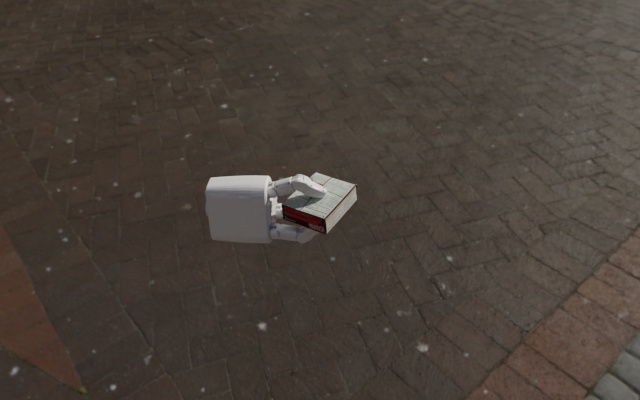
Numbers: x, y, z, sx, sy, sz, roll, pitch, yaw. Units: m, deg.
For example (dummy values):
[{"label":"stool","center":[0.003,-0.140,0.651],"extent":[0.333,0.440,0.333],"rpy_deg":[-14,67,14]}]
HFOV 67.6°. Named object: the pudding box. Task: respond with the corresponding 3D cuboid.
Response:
[{"label":"pudding box","center":[0.000,0.003,0.828],"extent":[0.090,0.039,0.113],"rpy_deg":[19,45,27]}]
